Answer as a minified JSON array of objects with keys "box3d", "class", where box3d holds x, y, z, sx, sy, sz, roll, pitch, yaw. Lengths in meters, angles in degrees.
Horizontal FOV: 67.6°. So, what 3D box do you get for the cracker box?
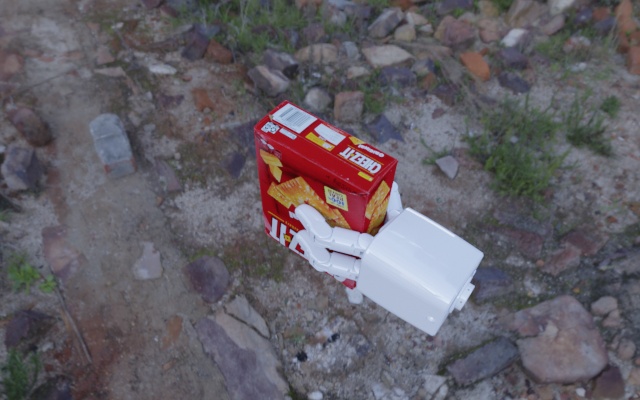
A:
[{"box3d":[0.000,0.002,0.612,0.164,0.214,0.072,31,56,21],"class":"cracker box"}]
